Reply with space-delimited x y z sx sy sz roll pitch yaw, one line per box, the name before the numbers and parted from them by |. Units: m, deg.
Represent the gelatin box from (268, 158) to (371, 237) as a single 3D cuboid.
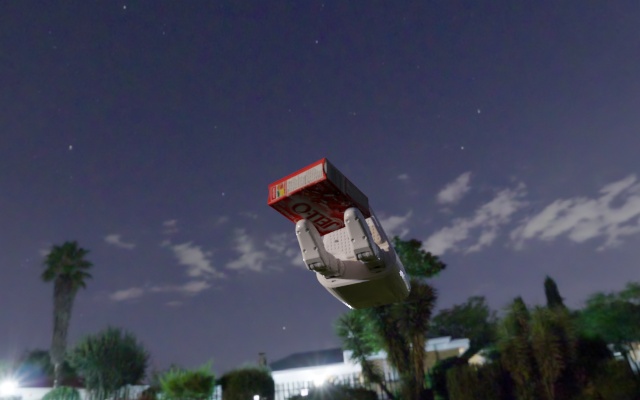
gelatin box | 0.000 0.001 0.506 0.073 0.030 0.089 -23 -41 26
